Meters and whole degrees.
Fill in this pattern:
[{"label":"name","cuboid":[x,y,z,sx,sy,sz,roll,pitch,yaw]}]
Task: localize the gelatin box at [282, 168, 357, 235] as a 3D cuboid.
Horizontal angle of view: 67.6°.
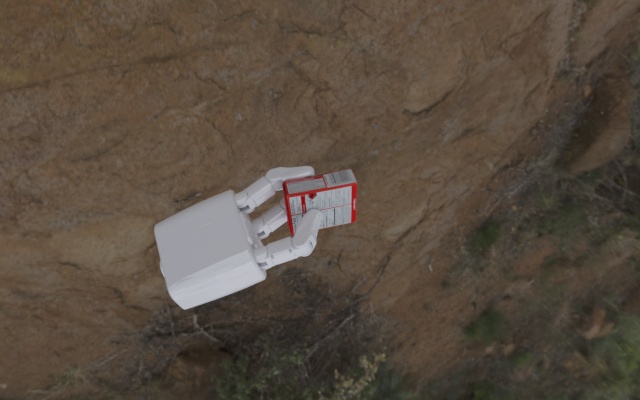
[{"label":"gelatin box","cuboid":[0.001,0.002,0.595,0.089,0.030,0.073,-11,-43,-7]}]
